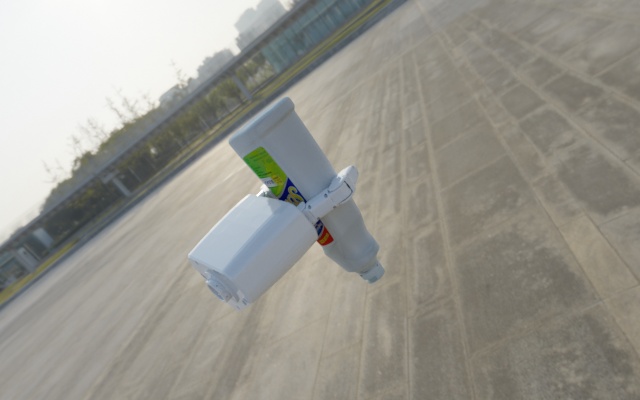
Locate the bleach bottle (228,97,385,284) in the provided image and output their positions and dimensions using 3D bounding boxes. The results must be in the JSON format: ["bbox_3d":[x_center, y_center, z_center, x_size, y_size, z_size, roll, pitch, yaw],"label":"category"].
[{"bbox_3d":[0.000,0.002,0.578,0.068,0.251,0.102,-46,16,-26],"label":"bleach bottle"}]
